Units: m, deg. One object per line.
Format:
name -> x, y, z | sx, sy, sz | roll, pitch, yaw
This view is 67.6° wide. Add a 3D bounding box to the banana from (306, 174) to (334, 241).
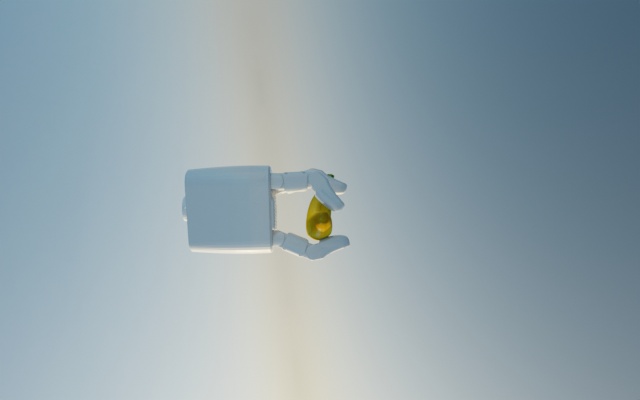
banana -> -0.001, 0.019, 0.677 | 0.037, 0.070, 0.197 | 5, 19, 0
